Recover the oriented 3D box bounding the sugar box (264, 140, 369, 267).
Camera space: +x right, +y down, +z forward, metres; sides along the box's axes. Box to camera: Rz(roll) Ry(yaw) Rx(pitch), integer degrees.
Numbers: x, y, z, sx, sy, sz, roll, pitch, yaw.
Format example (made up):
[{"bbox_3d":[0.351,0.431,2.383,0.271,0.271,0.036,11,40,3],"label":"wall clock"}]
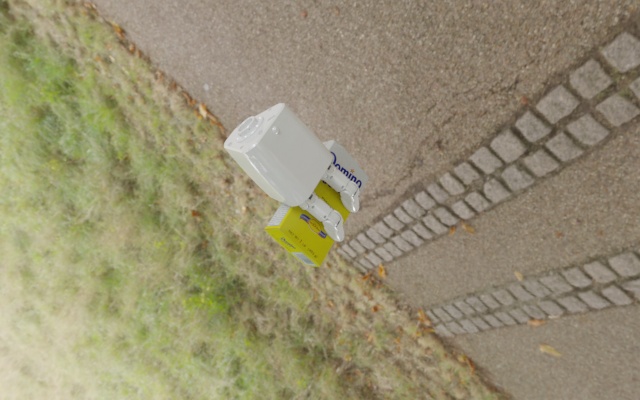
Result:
[{"bbox_3d":[0.000,0.002,0.718,0.093,0.176,0.048,45,-28,-27],"label":"sugar box"}]
